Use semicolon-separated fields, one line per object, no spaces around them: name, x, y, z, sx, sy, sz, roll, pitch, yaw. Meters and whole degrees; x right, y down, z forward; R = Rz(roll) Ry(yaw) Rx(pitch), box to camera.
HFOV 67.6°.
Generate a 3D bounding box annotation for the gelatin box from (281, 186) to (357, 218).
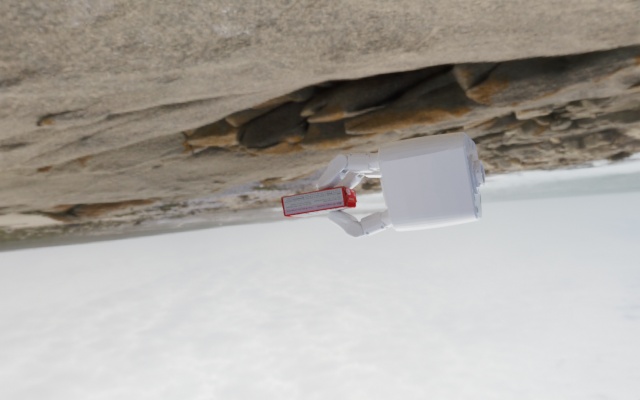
gelatin box;0.000;0.003;0.654;0.089;0.030;0.073;-10;-5;14
